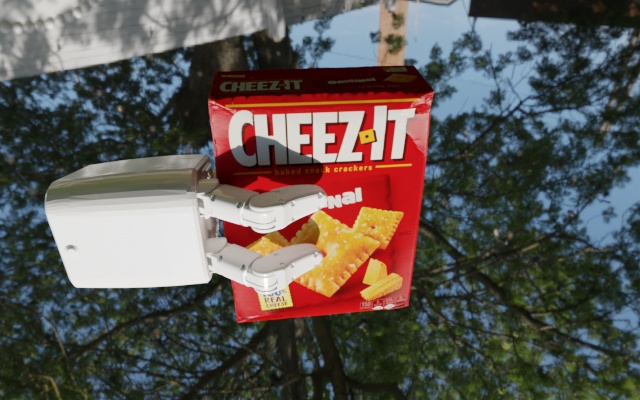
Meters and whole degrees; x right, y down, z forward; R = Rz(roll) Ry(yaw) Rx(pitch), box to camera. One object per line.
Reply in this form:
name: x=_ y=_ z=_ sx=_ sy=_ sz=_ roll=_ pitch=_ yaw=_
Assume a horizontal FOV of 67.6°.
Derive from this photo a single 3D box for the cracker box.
cracker box: x=0.000 y=0.001 z=0.410 sx=0.164 sy=0.214 sz=0.072 roll=-3 pitch=32 yaw=-5
